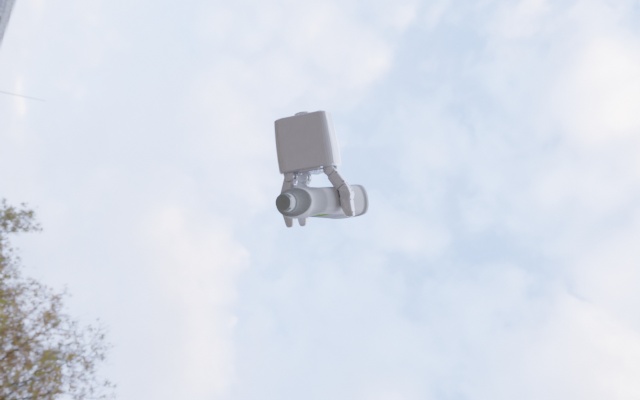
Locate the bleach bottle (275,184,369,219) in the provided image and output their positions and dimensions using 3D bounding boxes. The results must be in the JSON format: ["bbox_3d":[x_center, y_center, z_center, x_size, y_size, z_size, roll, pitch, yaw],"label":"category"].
[{"bbox_3d":[0.000,0.003,0.894,0.102,0.068,0.251,-11,-5,25],"label":"bleach bottle"}]
